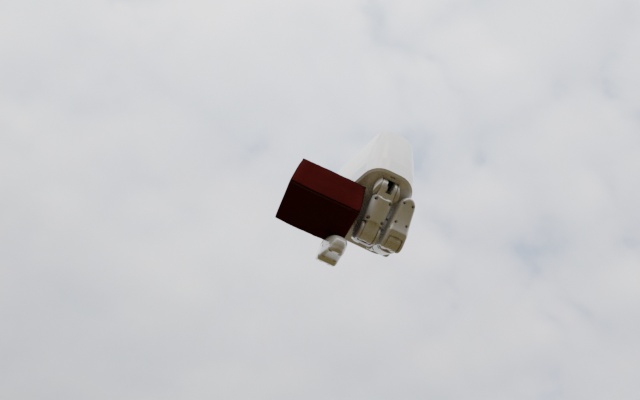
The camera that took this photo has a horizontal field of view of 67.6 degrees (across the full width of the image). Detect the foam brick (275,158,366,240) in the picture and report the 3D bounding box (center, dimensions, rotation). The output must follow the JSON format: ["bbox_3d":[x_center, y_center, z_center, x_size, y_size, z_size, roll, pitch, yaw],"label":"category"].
[{"bbox_3d":[0.000,0.002,0.506,0.078,0.053,0.051,25,35,-4],"label":"foam brick"}]
